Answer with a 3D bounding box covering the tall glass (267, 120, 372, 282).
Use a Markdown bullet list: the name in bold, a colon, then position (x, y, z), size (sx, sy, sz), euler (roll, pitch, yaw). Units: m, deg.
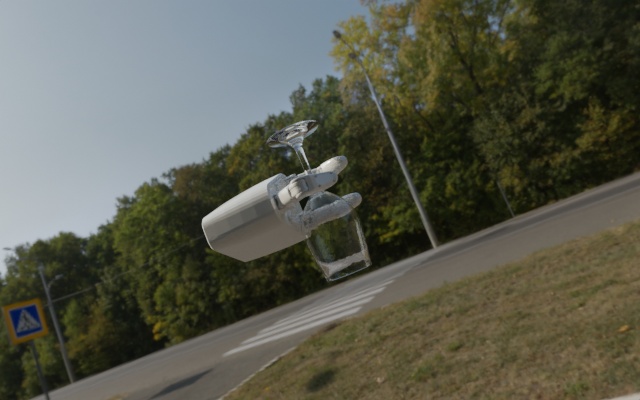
- **tall glass**: position (0.000, 0.001, 0.623), size (0.079, 0.201, 0.079), euler (-22, -8, -3)
